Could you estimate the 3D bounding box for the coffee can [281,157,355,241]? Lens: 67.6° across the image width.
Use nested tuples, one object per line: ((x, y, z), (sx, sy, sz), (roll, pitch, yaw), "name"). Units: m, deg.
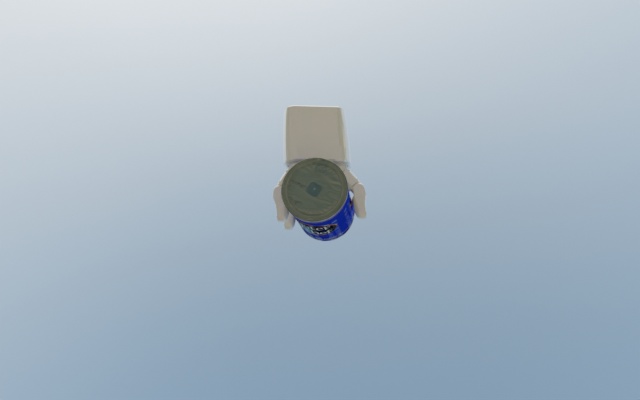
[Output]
((0.000, 0.003, 0.786), (0.103, 0.102, 0.140), (0, -17, 8), "coffee can")
